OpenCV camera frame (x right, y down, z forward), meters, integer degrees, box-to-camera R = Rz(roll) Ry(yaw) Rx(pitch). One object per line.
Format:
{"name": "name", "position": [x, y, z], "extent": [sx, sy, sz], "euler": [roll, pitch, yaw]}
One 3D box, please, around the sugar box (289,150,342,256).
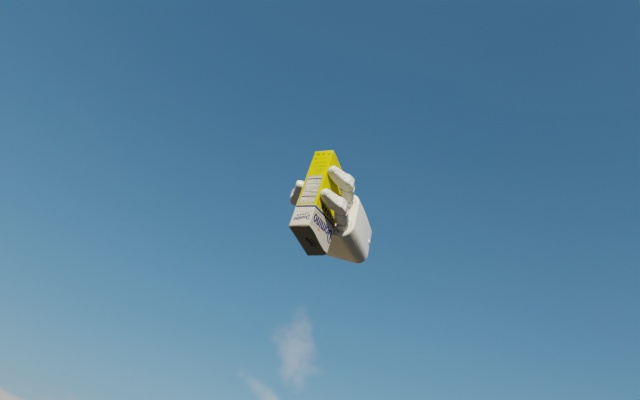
{"name": "sugar box", "position": [0.001, 0.003, 0.866], "extent": [0.048, 0.176, 0.093], "euler": [-4, -40, 23]}
